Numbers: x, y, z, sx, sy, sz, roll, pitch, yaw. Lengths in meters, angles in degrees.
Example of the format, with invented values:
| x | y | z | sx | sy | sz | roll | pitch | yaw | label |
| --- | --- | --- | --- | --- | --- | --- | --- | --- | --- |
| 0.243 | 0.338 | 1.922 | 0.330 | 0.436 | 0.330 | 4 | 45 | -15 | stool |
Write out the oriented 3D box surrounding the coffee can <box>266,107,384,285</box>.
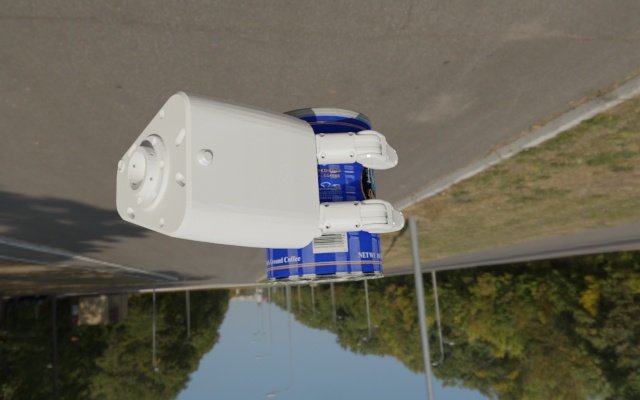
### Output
| x | y | z | sx | sy | sz | roll | pitch | yaw | label |
| --- | --- | --- | --- | --- | --- | --- | --- | --- | --- |
| 0.000 | 0.001 | 0.429 | 0.103 | 0.140 | 0.103 | -3 | -11 | -1 | coffee can |
